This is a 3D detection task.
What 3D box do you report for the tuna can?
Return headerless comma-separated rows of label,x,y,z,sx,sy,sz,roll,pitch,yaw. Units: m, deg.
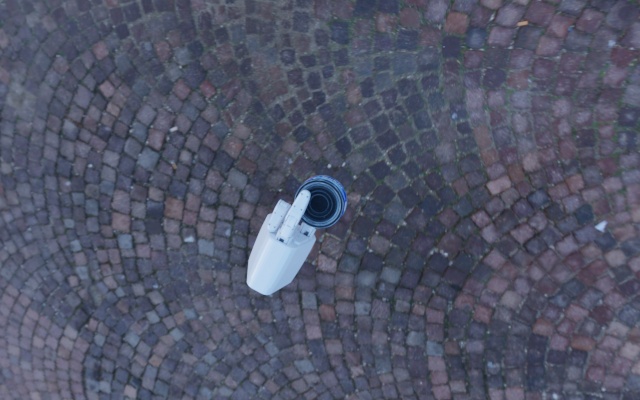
tuna can,0.000,0.003,0.794,0.086,0.086,0.033,0,13,12
